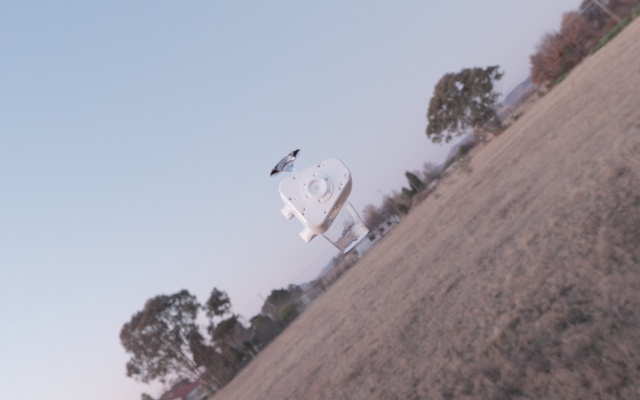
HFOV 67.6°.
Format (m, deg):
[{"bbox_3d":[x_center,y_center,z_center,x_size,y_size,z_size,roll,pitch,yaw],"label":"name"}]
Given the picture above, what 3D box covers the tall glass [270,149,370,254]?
[{"bbox_3d":[0.000,0.002,0.871,0.079,0.201,0.079,-41,-8,-7],"label":"tall glass"}]
